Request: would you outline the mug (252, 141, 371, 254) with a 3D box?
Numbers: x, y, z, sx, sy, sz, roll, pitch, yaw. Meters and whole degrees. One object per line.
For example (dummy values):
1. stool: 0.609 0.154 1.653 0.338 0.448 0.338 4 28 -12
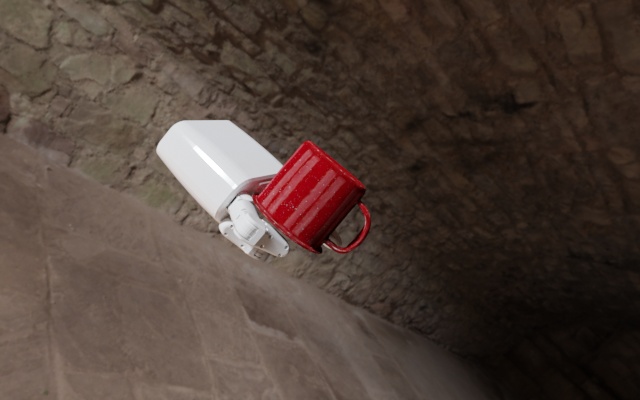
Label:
1. mug: 0.001 0.002 0.483 0.117 0.081 0.093 42 7 14
